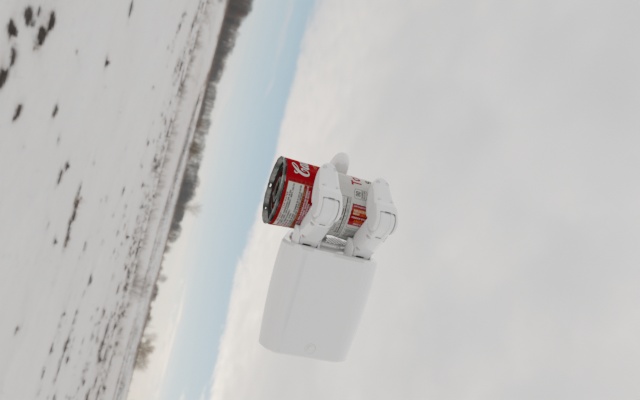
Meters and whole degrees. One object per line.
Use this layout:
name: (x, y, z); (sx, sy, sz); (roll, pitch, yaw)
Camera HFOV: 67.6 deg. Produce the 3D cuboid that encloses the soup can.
soup can: (0.000, 0.001, 0.478); (0.102, 0.068, 0.068); (15, -4, -16)
